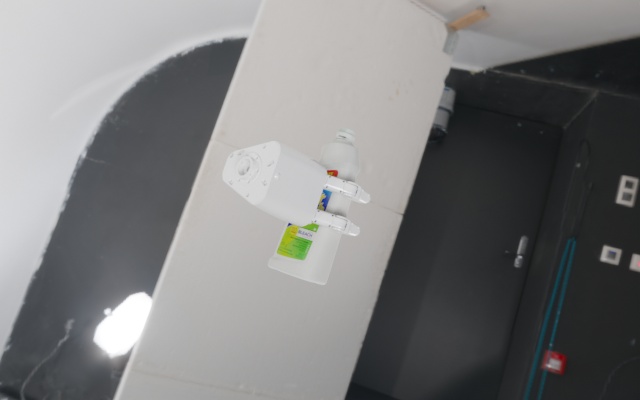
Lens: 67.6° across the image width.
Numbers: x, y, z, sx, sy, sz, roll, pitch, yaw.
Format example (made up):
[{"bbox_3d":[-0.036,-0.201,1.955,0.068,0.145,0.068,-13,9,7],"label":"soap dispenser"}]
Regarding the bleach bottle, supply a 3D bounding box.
[{"bbox_3d":[0.000,0.003,0.776,0.102,0.251,0.068,11,-9,42],"label":"bleach bottle"}]
